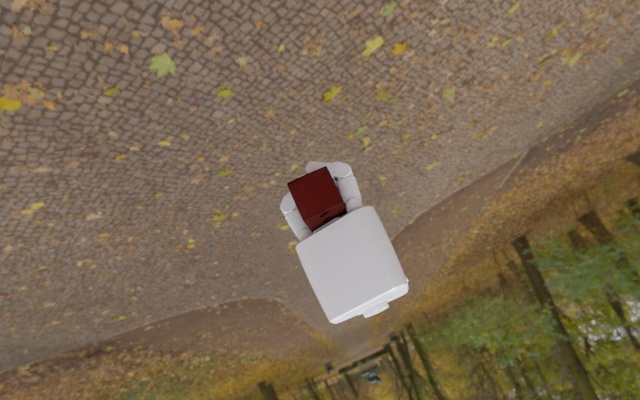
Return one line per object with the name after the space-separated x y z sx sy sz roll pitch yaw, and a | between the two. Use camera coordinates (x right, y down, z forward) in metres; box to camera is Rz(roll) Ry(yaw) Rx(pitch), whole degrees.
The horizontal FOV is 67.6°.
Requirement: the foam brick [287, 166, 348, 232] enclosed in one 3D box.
0.000 0.002 0.586 0.053 0.051 0.078 -25 -20 3 | foam brick
